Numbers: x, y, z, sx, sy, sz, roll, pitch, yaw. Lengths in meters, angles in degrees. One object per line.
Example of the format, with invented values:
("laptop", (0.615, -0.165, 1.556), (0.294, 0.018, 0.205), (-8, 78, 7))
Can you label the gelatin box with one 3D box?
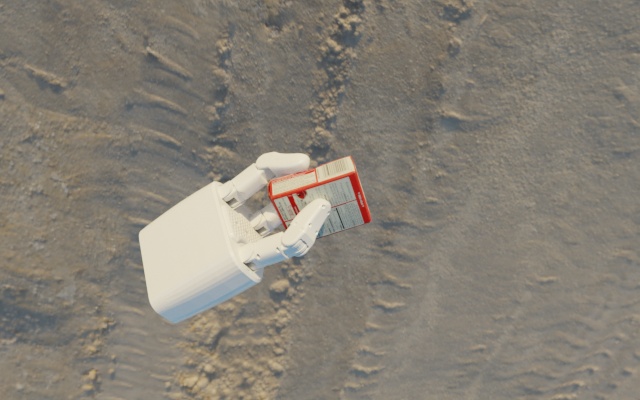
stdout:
("gelatin box", (0.000, 0.002, 0.485), (0.089, 0.073, 0.030), (-17, 42, 6))
